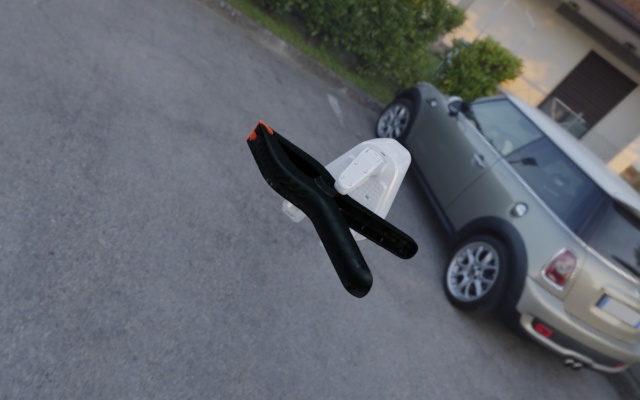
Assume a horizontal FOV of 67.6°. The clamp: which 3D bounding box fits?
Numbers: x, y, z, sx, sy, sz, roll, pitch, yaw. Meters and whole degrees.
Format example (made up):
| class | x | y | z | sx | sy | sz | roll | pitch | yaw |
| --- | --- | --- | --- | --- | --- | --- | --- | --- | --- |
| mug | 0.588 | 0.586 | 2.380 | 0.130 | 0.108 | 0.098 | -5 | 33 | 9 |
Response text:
| class | x | y | z | sx | sy | sz | roll | pitch | yaw |
| --- | --- | --- | --- | --- | --- | --- | --- | --- | --- |
| clamp | 0.000 | 0.001 | 0.460 | 0.210 | 0.036 | 0.164 | 43 | 20 | 8 |
